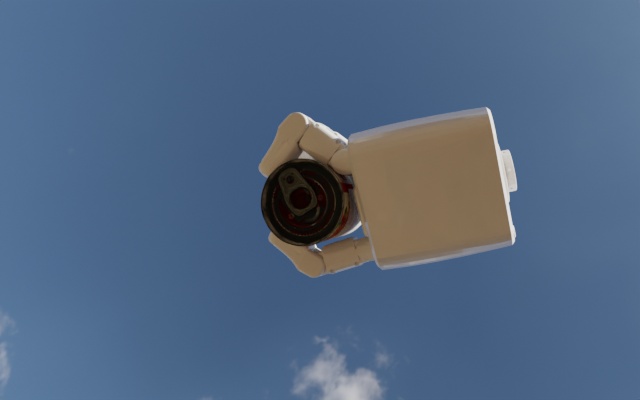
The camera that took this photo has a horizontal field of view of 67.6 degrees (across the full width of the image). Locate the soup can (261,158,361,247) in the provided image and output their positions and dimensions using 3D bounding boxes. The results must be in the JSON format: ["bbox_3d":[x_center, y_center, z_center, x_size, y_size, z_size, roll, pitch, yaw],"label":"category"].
[{"bbox_3d":[0.000,0.002,0.413,0.068,0.068,0.102,0,0,17],"label":"soup can"}]
